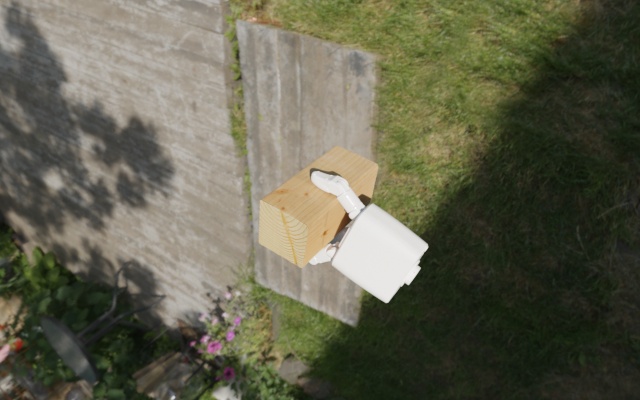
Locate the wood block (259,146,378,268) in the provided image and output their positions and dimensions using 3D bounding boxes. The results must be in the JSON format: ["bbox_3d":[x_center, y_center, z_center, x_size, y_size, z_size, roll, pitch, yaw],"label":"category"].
[{"bbox_3d":[0.000,0.003,0.779,0.090,0.091,0.206,28,42,22],"label":"wood block"}]
